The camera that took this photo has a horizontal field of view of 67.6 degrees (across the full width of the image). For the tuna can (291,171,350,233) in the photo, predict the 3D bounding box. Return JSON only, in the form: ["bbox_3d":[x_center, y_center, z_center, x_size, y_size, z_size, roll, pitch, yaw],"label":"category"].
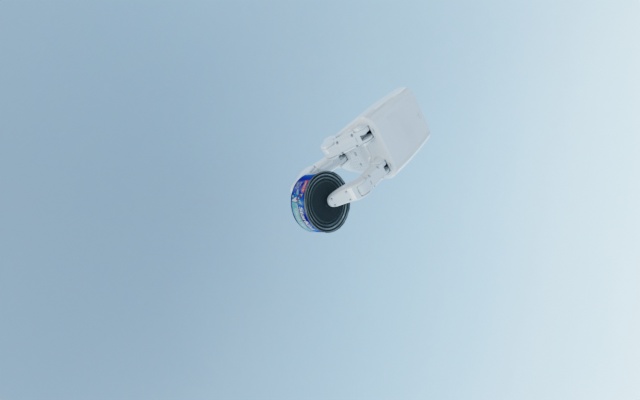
[{"bbox_3d":[0.000,0.002,0.665,0.086,0.086,0.034,0,-2,-43],"label":"tuna can"}]
